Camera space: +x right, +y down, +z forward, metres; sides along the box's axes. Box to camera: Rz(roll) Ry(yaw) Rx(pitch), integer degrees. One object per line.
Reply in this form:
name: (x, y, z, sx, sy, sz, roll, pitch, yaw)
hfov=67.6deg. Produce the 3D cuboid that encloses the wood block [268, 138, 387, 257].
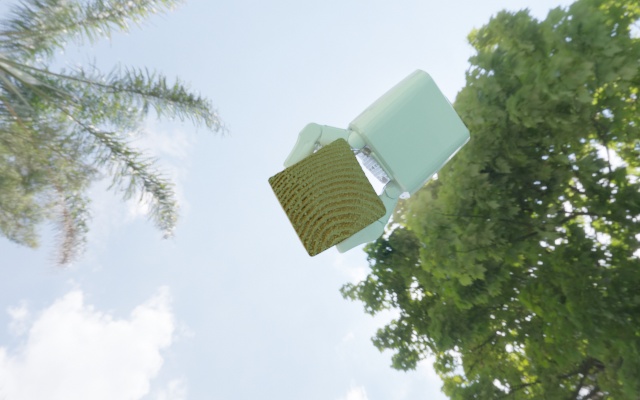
wood block: (0.001, 0.002, 0.566, 0.090, 0.091, 0.206, -30, -1, -5)
